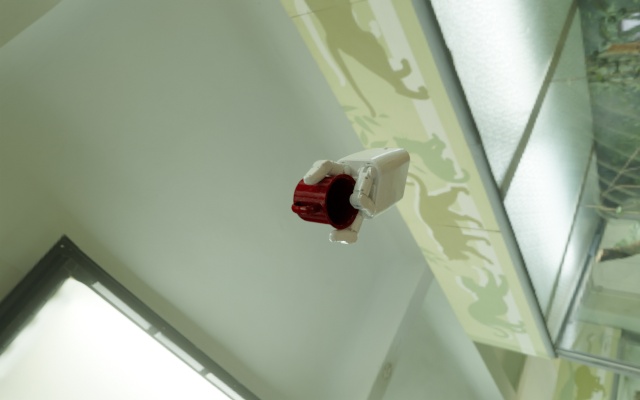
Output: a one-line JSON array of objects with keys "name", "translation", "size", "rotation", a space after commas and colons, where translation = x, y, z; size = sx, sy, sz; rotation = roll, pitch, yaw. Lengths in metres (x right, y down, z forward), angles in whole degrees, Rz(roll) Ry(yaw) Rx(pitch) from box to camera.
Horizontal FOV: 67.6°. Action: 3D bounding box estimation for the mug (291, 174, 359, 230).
[{"name": "mug", "translation": [-0.001, 0.003, 0.806], "size": [0.081, 0.093, 0.117], "rotation": [6, 21, 42]}]
